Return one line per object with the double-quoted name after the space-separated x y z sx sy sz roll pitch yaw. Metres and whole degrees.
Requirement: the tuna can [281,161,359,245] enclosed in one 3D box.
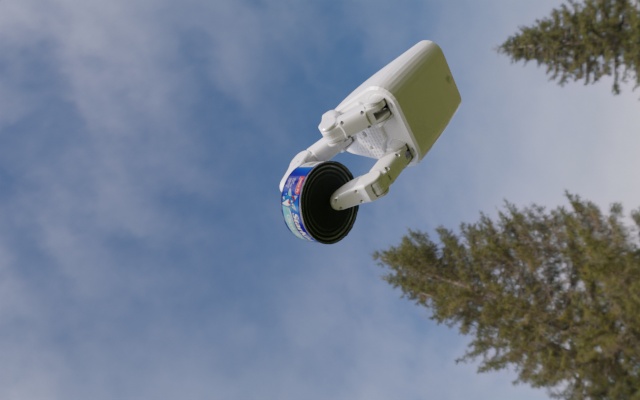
0.000 0.002 0.499 0.086 0.086 0.034 0 2 -45 "tuna can"
